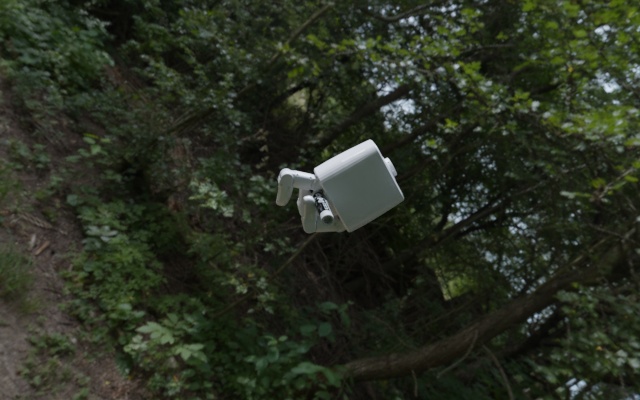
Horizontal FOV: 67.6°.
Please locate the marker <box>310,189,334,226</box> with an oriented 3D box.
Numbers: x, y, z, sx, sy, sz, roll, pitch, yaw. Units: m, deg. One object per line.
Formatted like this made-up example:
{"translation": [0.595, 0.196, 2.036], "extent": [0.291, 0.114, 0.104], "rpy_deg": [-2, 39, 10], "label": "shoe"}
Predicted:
{"translation": [0.000, 0.002, 0.742], "extent": [0.020, 0.020, 0.121], "rpy_deg": [0, 26, -11], "label": "marker"}
